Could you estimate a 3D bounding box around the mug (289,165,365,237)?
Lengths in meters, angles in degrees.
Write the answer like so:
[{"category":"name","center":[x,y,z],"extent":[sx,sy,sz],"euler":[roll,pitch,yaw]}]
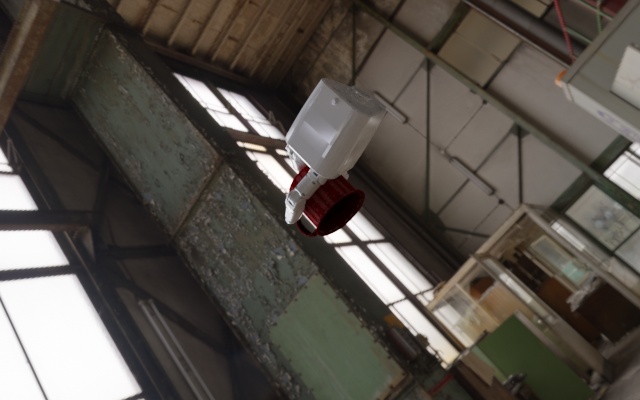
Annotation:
[{"category":"mug","center":[-0.001,0.003,0.728],"extent":[0.081,0.117,0.093],"euler":[47,29,25]}]
